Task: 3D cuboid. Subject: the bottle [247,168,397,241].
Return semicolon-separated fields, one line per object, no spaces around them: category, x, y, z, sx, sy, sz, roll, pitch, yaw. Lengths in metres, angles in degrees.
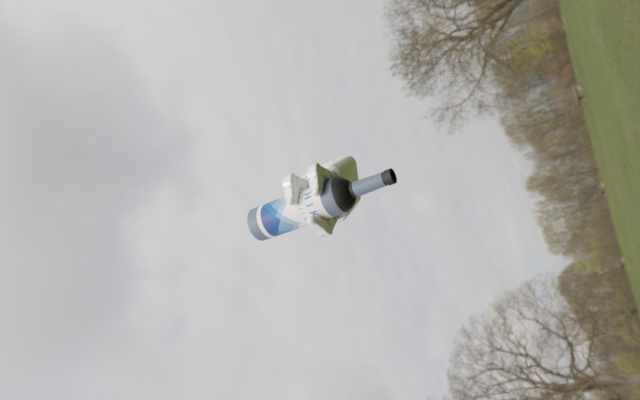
bottle;0.000;0.003;0.868;0.296;0.069;0.069;-20;-10;28
